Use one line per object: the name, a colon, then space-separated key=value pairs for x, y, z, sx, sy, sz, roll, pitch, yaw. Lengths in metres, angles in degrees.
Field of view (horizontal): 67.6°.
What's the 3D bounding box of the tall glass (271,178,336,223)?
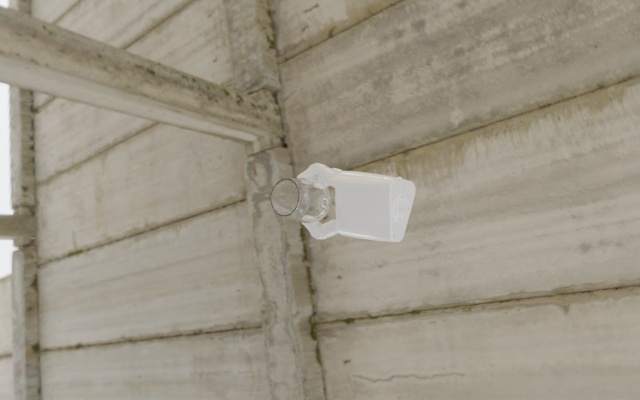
tall glass: x=0.000 y=0.003 z=0.853 sx=0.079 sy=0.079 sz=0.201 roll=0 pitch=-5 yaw=36
